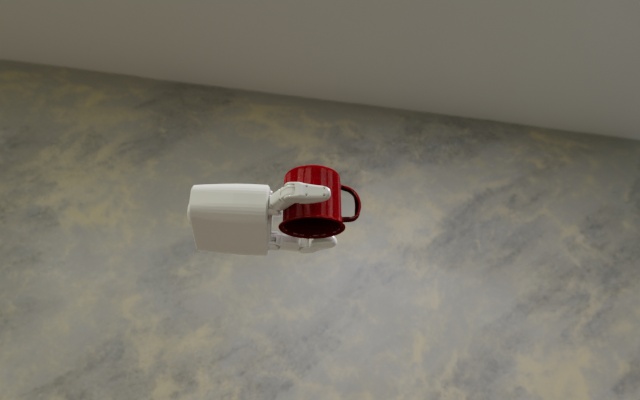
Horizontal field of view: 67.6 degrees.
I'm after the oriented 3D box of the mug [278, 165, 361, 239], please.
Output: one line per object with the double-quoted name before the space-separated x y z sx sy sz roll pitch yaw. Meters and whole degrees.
"mug" 0.002 0.002 0.678 0.117 0.081 0.093 2 -22 -5
